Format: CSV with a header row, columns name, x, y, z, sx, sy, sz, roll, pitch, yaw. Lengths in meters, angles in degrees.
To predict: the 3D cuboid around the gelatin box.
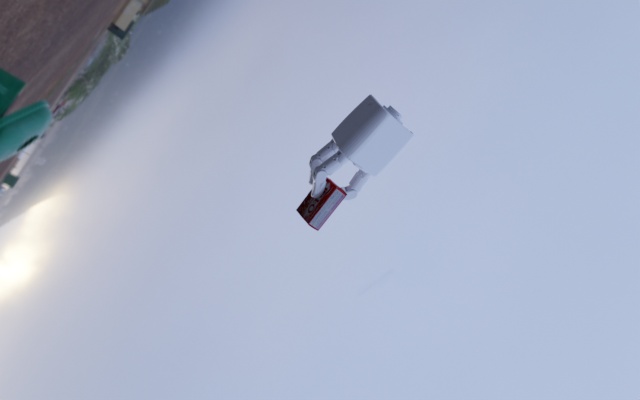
name,x,y,z,sx,sy,sz,roll,pitch,yaw
gelatin box,0.000,0.003,0.890,0.030,0.089,0.073,36,4,-29
